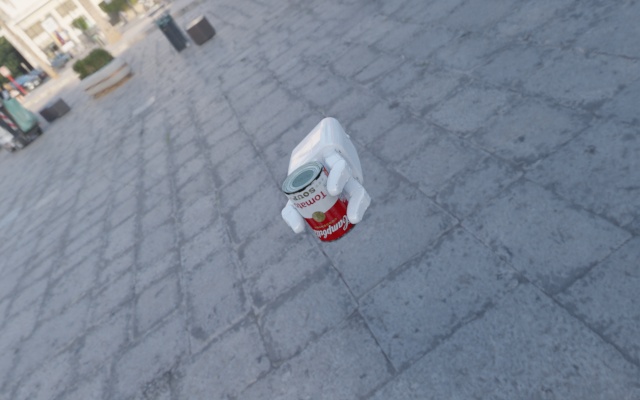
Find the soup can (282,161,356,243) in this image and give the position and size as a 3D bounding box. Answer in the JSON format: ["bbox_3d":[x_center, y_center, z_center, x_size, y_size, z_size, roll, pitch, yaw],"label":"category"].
[{"bbox_3d":[0.000,0.002,0.685,0.068,0.102,0.068,-27,30,17],"label":"soup can"}]
